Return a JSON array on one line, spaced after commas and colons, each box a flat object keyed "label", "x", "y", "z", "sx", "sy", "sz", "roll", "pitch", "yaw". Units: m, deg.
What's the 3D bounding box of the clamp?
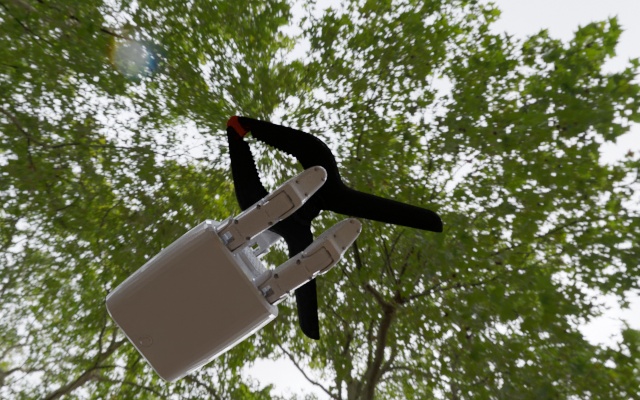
[{"label": "clamp", "x": -0.001, "y": 0.001, "z": 0.430, "sx": 0.164, "sy": 0.210, "sz": 0.036, "roll": -35, "pitch": 10, "yaw": -1}]
